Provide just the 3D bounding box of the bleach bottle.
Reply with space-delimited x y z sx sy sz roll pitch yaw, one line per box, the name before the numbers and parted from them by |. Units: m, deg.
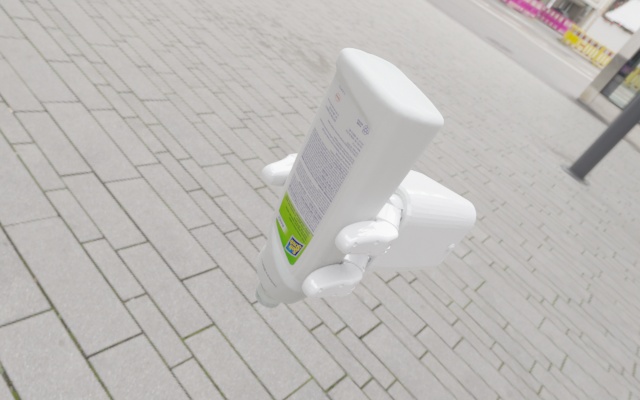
bleach bottle | 0.000 0.001 0.428 0.068 0.251 0.102 7 39 -36
